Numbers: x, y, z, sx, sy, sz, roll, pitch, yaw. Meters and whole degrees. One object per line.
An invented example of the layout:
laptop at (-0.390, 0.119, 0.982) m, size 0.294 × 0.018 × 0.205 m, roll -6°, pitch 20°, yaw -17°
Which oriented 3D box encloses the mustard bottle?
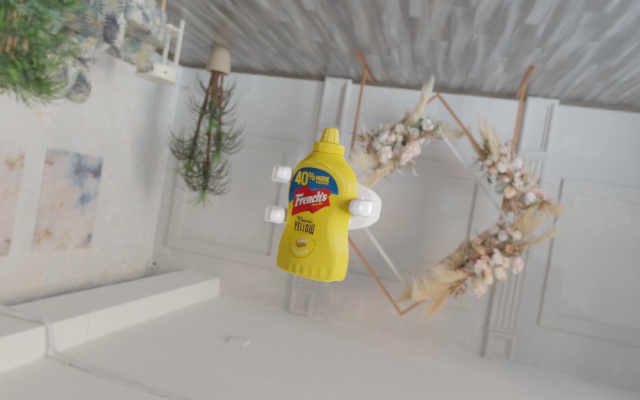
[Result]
mustard bottle at (0.000, 0.002, 0.616) m, size 0.096 × 0.191 × 0.058 m, roll 10°, pitch 1°, yaw 39°
